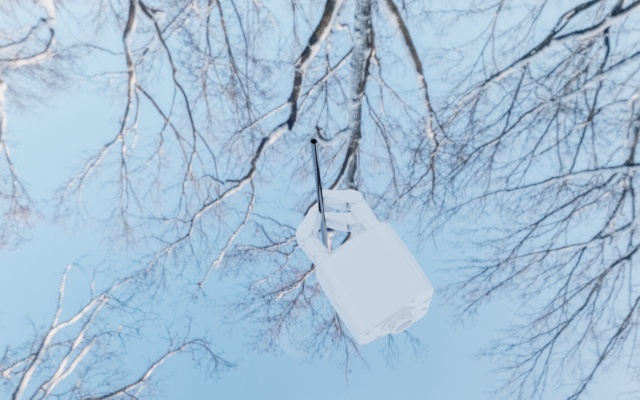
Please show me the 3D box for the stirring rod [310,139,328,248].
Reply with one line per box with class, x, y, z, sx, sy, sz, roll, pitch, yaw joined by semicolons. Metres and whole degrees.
stirring rod;0.000;0.002;0.644;0.011;0.011;0.240;0;-35;4
